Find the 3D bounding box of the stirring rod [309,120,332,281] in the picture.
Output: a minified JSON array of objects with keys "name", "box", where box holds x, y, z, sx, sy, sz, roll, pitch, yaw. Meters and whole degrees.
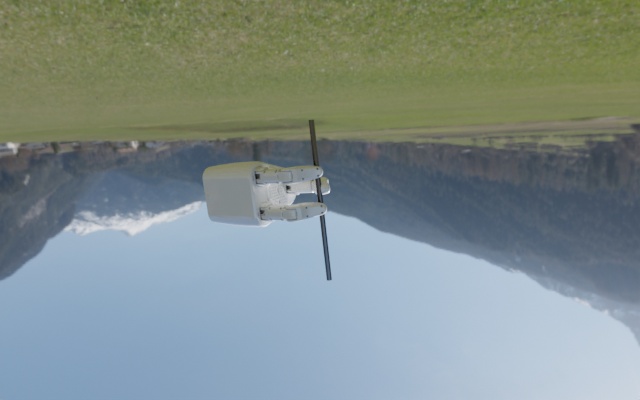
[{"name":"stirring rod","box":[0.000,0.002,0.704,0.011,0.239,0.011,-6,10,1]}]
